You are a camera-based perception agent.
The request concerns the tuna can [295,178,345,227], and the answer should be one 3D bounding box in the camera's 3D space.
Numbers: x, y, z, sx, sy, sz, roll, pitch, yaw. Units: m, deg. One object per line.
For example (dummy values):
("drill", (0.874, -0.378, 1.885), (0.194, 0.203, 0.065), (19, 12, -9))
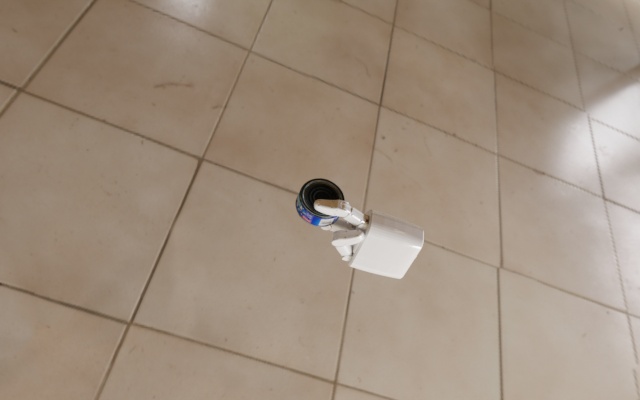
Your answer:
("tuna can", (0.000, 0.002, 0.859), (0.086, 0.086, 0.034), (0, -31, -17))
